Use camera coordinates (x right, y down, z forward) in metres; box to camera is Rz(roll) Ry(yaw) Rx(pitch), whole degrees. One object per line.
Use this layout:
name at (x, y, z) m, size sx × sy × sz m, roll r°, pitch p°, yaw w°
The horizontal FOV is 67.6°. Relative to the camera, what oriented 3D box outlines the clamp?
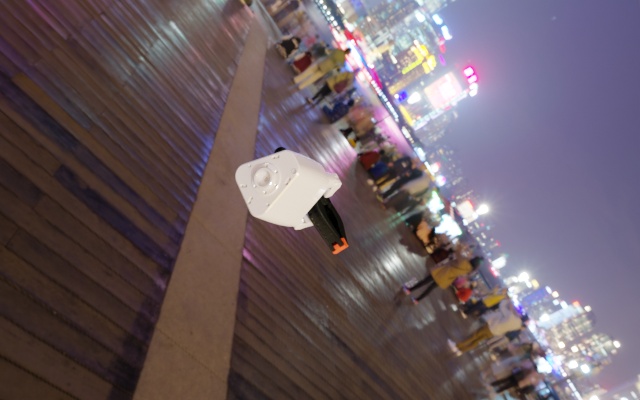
clamp at (0.001, 0.003, 0.892) m, size 0.036 × 0.210 × 0.164 m, roll -35°, pitch -20°, yaw 19°
